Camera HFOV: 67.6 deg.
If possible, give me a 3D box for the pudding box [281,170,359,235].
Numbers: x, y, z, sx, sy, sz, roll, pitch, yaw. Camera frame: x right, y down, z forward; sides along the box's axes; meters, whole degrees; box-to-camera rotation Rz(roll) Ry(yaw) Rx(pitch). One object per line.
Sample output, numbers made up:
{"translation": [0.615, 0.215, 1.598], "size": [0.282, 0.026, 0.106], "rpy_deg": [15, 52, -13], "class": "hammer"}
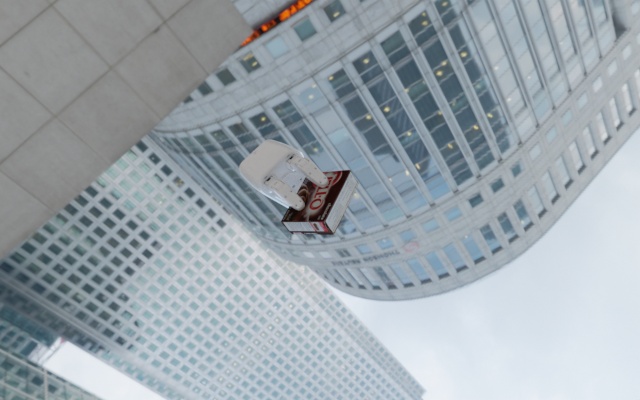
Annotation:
{"translation": [0.000, 0.003, 0.775], "size": [0.090, 0.113, 0.039], "rpy_deg": [-3, -41, 39], "class": "pudding box"}
